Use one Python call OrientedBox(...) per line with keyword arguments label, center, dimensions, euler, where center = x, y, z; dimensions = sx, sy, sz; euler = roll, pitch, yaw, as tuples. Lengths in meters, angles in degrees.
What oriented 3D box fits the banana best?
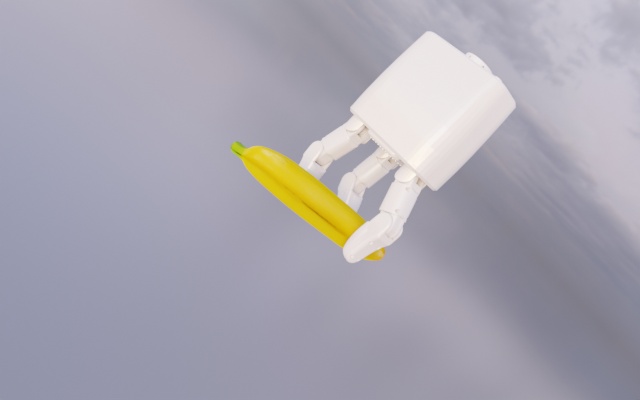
OrientedBox(label="banana", center=(0.000, 0.005, 0.461), dimensions=(0.198, 0.037, 0.069), euler=(39, 7, -16))
